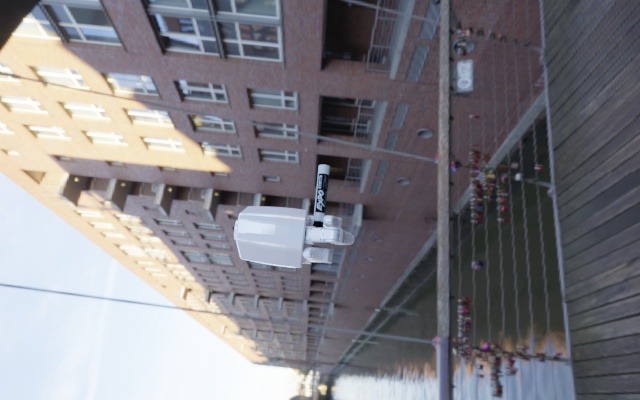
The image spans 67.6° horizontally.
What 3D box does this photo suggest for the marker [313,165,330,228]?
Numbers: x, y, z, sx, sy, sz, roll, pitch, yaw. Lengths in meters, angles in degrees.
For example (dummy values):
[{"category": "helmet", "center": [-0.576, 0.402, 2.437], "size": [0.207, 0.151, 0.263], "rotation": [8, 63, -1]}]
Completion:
[{"category": "marker", "center": [0.000, 0.003, 0.768], "size": [0.020, 0.121, 0.020], "rotation": [6, -11, 1]}]
